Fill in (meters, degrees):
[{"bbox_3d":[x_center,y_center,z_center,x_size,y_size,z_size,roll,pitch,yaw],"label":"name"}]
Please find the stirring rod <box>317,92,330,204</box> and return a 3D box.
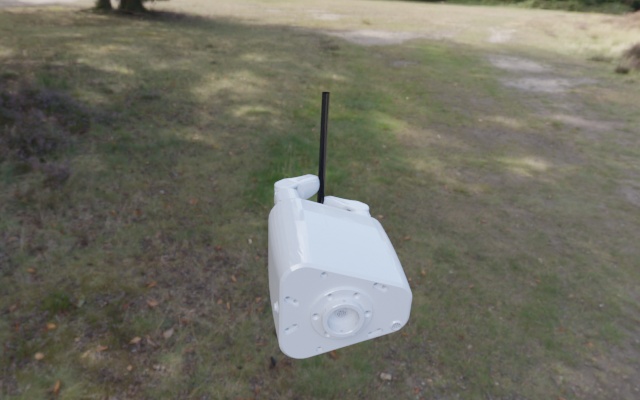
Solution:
[{"bbox_3d":[0.000,0.002,0.524,0.011,0.240,0.011,2,26,-1],"label":"stirring rod"}]
